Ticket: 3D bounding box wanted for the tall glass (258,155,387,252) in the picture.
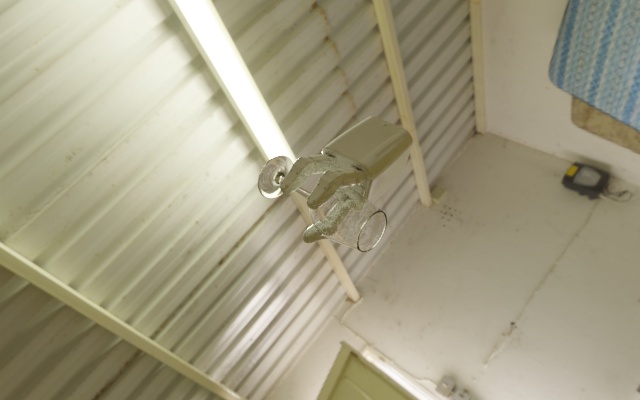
[{"bbox_3d":[0.000,0.002,0.696,0.201,0.079,0.079,30,19,36],"label":"tall glass"}]
